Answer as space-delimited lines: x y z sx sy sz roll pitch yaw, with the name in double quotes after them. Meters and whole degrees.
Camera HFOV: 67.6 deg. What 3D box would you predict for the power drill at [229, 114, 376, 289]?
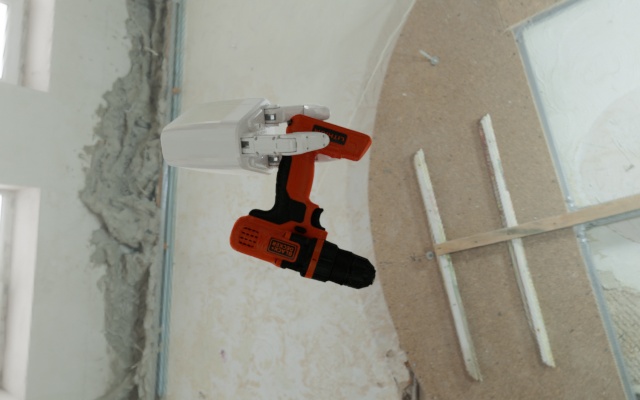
0.000 0.001 0.585 0.184 0.187 0.057 18 -4 -2 "power drill"
